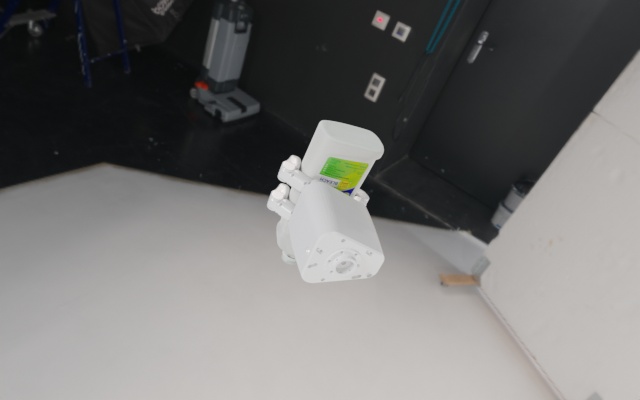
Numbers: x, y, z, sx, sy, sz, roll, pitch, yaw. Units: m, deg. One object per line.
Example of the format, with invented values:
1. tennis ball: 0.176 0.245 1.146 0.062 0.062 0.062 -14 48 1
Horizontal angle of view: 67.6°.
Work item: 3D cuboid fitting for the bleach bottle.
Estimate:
1. bleach bottle: 0.000 0.002 0.746 0.102 0.251 0.068 10 34 -22
